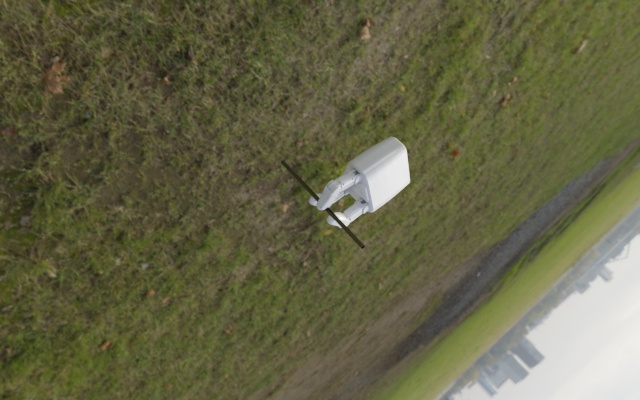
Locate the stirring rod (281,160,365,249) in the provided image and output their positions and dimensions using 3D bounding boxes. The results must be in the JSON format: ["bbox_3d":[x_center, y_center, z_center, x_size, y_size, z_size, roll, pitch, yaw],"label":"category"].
[{"bbox_3d":[0.000,0.003,0.884,0.239,0.011,0.011,47,24,25],"label":"stirring rod"}]
